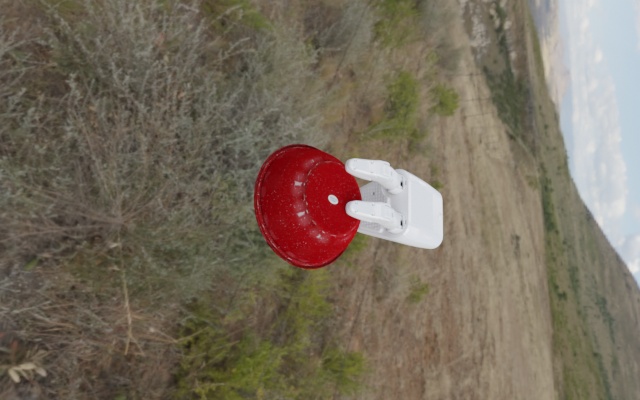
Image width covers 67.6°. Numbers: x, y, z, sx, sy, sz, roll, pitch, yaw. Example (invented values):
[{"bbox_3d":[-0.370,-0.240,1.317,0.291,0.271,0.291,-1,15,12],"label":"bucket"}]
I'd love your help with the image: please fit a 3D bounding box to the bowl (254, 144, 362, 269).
[{"bbox_3d":[-0.001,0.002,0.588,0.162,0.162,0.055,0,-10,-39],"label":"bowl"}]
